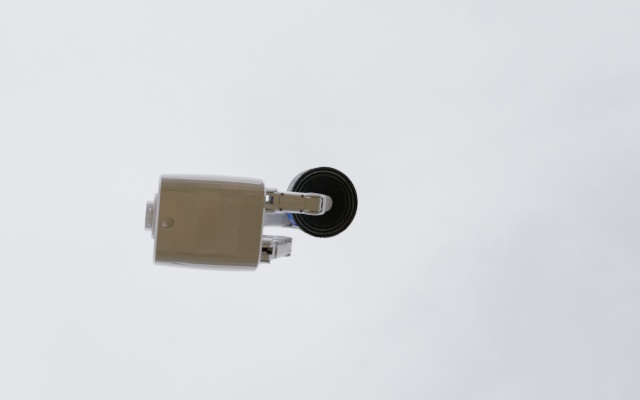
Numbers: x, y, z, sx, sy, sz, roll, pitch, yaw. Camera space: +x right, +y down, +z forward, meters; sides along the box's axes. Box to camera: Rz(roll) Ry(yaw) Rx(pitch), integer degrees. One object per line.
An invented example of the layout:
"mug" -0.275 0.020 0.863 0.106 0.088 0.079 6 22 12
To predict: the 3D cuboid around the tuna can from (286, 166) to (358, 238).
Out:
"tuna can" 0.000 0.002 0.582 0.086 0.086 0.034 0 2 -17
